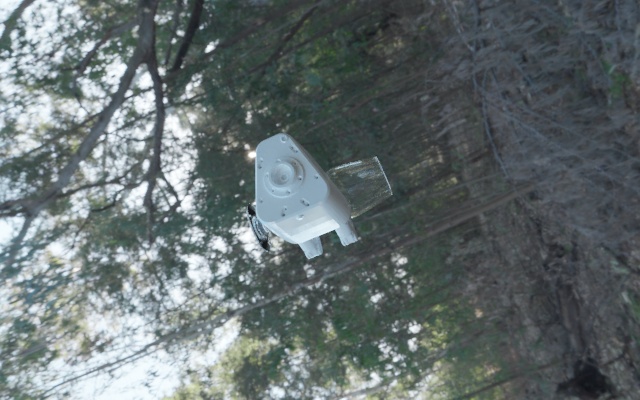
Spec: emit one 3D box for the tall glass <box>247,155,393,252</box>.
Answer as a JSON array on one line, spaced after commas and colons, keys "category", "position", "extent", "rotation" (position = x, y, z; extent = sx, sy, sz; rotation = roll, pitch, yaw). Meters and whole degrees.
[{"category": "tall glass", "position": [-0.001, 0.002, 0.686], "extent": [0.201, 0.079, 0.079], "rotation": [-23, -3, 8]}]
